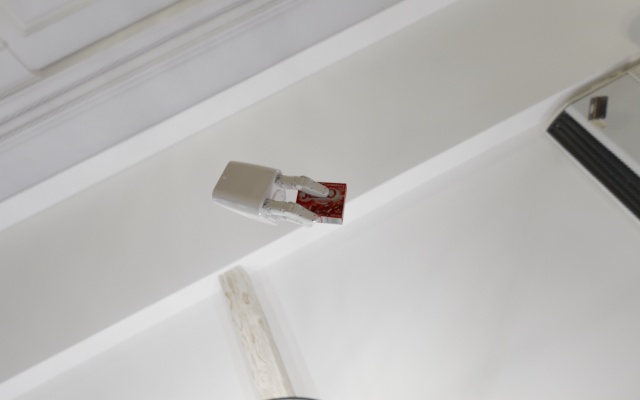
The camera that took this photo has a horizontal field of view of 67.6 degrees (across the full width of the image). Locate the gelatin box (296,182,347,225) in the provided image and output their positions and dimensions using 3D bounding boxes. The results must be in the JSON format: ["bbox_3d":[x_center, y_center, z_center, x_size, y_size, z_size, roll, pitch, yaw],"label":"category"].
[{"bbox_3d":[0.001,0.003,0.863,0.089,0.073,0.030,5,-29,8],"label":"gelatin box"}]
